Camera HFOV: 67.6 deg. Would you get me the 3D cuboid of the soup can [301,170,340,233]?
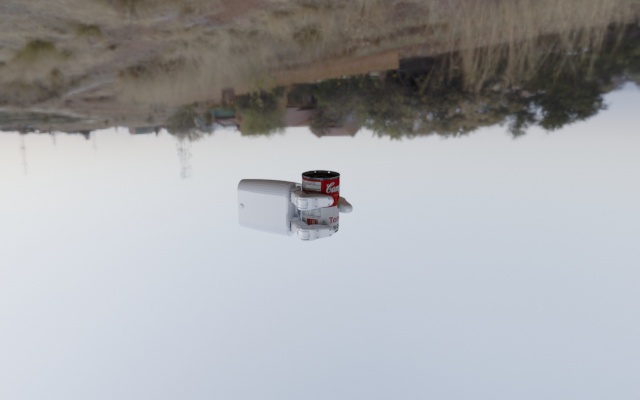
[{"bbox_3d":[0.001,0.003,0.840,0.068,0.102,0.068,0,15,0],"label":"soup can"}]
